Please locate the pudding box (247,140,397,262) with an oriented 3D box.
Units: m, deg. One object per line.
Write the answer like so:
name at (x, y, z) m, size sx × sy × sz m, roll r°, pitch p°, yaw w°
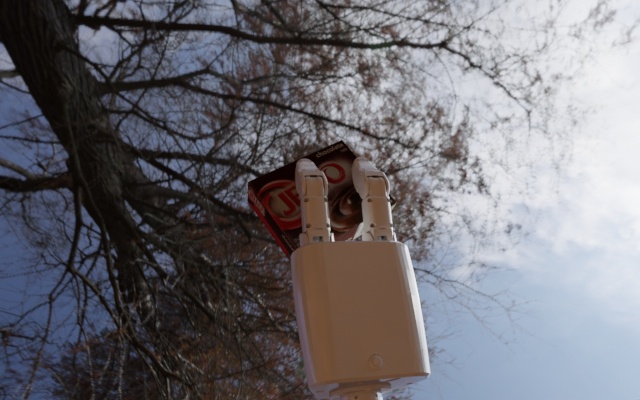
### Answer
pudding box at (0.000, 0.002, 0.455) m, size 0.113 × 0.090 × 0.039 m, roll -26°, pitch -25°, yaw -27°
